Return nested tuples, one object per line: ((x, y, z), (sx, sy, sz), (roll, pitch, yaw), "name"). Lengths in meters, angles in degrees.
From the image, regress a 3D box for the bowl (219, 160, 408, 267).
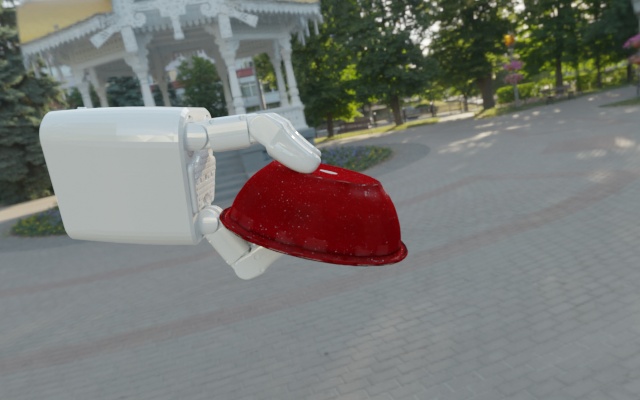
((0.001, 0.001, 0.403), (0.162, 0.055, 0.162), (11, 11, -2), "bowl")
